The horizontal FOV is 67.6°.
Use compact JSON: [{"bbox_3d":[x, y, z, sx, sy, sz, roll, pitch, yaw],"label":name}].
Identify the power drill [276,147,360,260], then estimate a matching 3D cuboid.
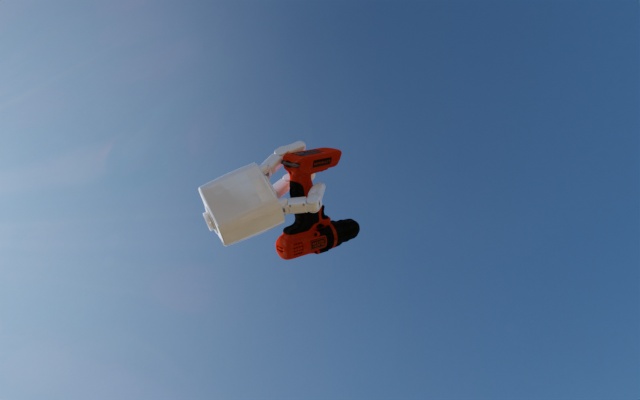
[{"bbox_3d":[0.000,0.002,0.857,0.184,0.188,0.057,-14,19,-39],"label":"power drill"}]
